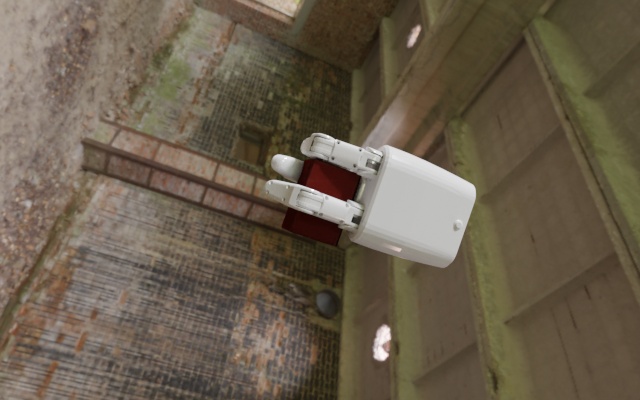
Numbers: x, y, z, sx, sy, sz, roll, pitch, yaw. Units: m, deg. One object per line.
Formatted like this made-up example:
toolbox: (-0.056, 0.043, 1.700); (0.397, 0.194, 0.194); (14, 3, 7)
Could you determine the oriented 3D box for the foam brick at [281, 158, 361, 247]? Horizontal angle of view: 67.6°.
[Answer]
foam brick: (0.000, 0.002, 0.486); (0.051, 0.078, 0.053); (20, -1, -14)
